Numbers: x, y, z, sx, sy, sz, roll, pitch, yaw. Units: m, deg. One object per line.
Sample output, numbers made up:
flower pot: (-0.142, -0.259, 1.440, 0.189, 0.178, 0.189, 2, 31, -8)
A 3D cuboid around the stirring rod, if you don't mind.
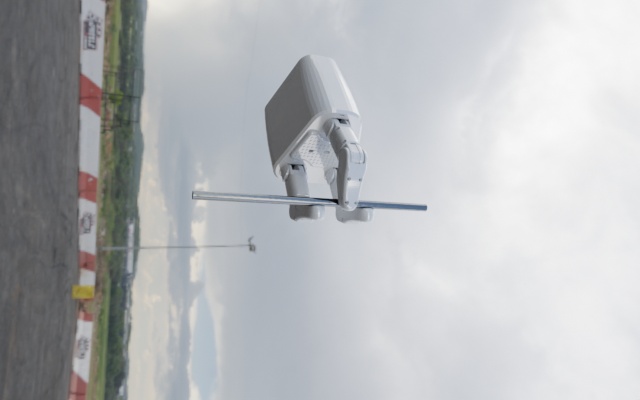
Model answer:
stirring rod: (0.000, 0.001, 0.460, 0.239, 0.011, 0.011, 3, -1, -22)
